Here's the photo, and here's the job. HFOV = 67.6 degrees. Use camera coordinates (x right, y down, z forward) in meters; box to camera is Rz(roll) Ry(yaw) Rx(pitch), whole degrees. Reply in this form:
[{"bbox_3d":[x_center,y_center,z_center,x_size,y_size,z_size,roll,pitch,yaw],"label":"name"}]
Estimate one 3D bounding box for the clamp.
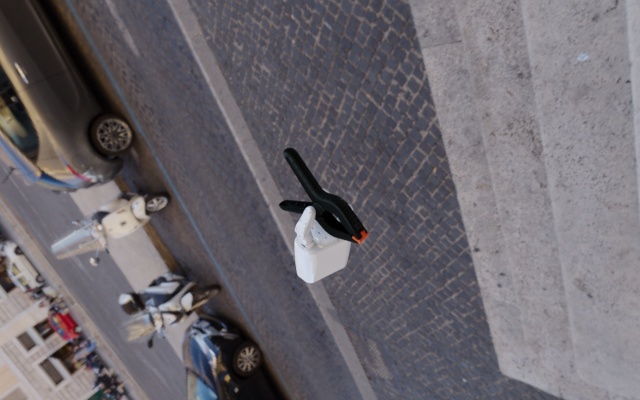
[{"bbox_3d":[0.000,0.004,0.880,0.210,0.165,0.036,33,54,26],"label":"clamp"}]
